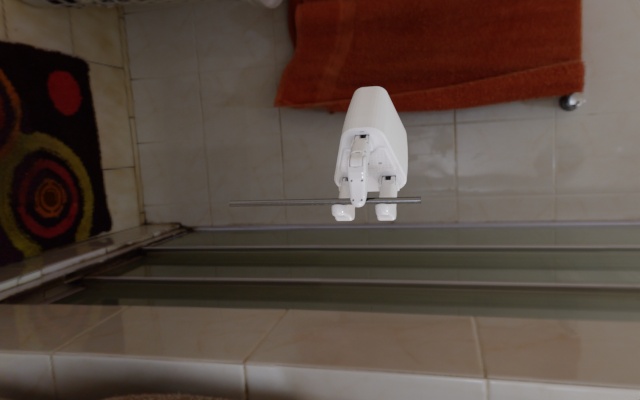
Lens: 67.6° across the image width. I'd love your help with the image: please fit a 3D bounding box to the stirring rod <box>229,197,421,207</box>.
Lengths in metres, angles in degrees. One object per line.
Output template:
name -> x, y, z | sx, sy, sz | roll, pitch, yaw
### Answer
stirring rod -> 0.000, 0.002, 0.584 | 0.239, 0.011, 0.011 | -1, 0, 15
